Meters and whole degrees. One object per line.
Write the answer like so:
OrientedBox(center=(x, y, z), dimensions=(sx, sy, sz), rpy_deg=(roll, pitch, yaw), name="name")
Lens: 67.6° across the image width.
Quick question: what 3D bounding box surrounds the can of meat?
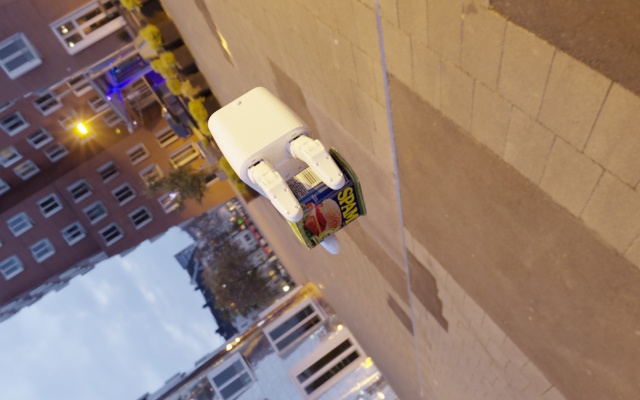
OrientedBox(center=(0.000, 0.002, 0.550), dimensions=(0.084, 0.057, 0.102), rpy_deg=(-34, -32, -8), name="can of meat")
